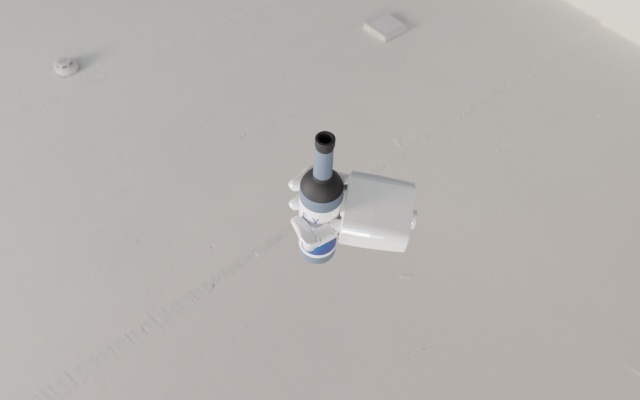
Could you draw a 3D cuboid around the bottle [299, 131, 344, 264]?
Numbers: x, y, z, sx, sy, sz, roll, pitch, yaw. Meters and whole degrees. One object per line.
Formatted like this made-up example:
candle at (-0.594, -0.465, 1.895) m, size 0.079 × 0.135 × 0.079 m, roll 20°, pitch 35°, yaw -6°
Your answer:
bottle at (0.000, 0.003, 0.744) m, size 0.069 × 0.069 × 0.296 m, roll 0°, pitch -35°, yaw -3°
